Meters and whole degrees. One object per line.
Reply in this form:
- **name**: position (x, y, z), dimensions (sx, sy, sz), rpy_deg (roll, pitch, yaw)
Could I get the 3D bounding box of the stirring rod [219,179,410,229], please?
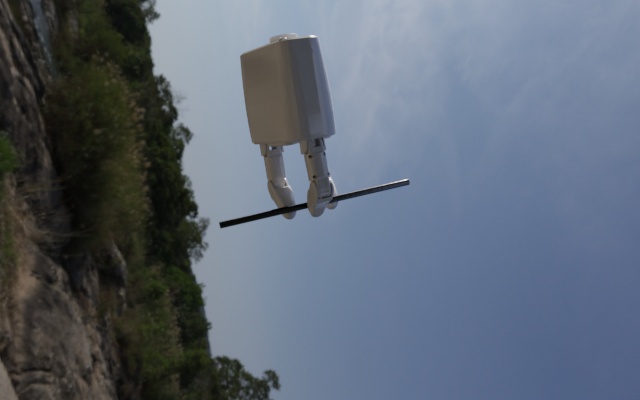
- **stirring rod**: position (0.000, 0.002, 0.565), dimensions (0.239, 0.011, 0.011), rpy_deg (-13, 4, -19)
